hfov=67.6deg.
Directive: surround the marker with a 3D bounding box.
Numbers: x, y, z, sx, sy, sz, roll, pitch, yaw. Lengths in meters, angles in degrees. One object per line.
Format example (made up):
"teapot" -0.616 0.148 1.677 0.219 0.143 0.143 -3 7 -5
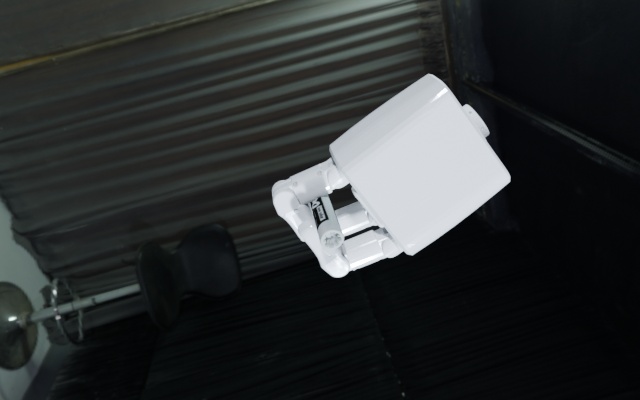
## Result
"marker" 0.000 0.001 0.417 0.020 0.020 0.121 0 29 -10
